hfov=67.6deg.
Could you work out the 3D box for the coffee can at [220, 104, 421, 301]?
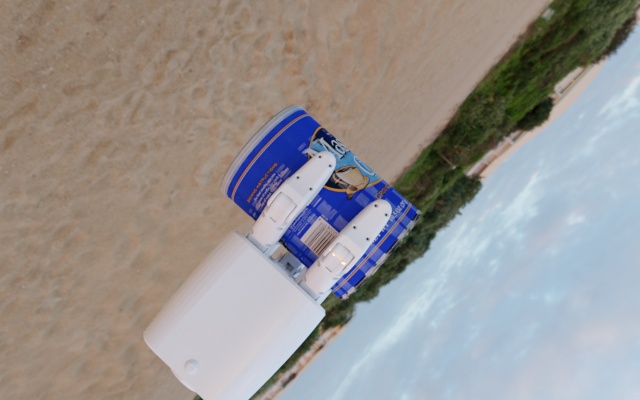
[{"bbox_3d":[0.000,0.001,0.414,0.140,0.103,0.103,42,4,4],"label":"coffee can"}]
